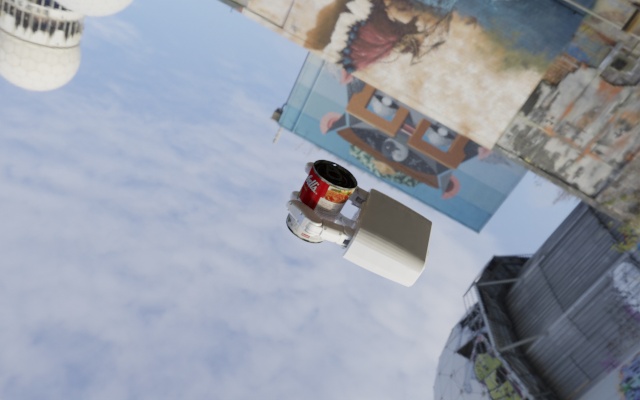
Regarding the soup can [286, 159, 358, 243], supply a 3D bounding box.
[{"bbox_3d":[0.000,0.002,0.680,0.068,0.102,0.068,21,29,-13],"label":"soup can"}]
